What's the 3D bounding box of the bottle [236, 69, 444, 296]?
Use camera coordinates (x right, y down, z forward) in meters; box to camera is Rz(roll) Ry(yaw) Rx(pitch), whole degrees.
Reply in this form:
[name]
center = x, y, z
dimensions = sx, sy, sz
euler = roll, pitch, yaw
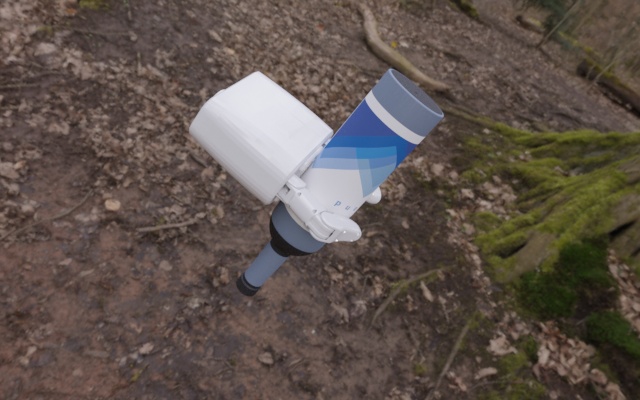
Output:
[bottle]
center = 0.000, 0.002, 0.497
dimensions = 0.296, 0.069, 0.069
euler = -49, -26, 25
